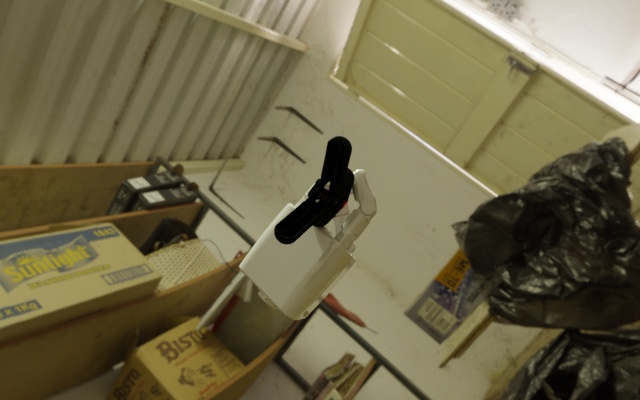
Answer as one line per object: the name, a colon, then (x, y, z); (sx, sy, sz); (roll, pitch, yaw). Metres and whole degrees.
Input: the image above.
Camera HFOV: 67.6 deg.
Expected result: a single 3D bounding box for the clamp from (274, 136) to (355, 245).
clamp: (0.000, 0.001, 0.534); (0.039, 0.120, 0.171); (39, -4, 14)
